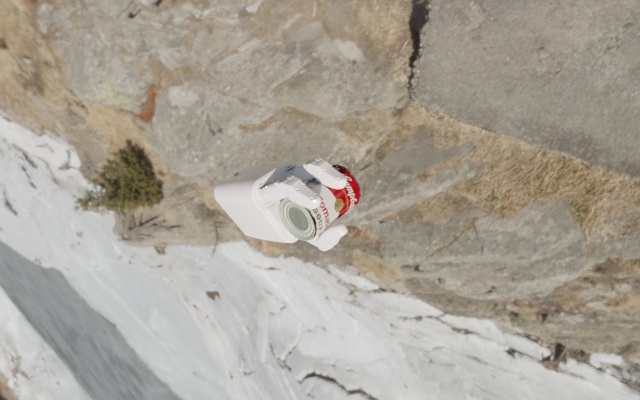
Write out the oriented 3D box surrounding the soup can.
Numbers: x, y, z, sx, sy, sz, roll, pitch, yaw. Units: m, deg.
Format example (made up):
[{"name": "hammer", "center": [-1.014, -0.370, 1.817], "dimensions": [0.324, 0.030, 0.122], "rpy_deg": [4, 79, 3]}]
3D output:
[{"name": "soup can", "center": [0.000, 0.002, 0.660], "dimensions": [0.068, 0.068, 0.102], "rpy_deg": [0, 28, 46]}]
